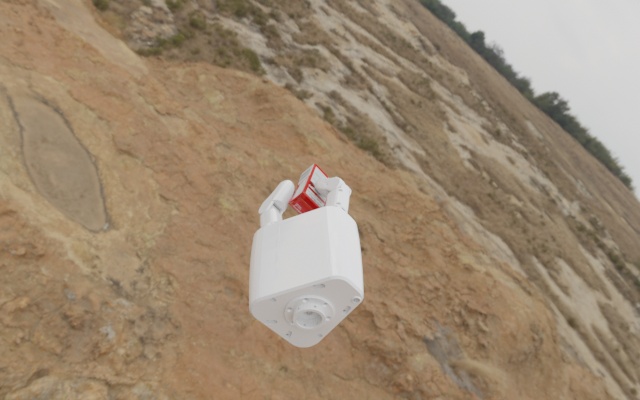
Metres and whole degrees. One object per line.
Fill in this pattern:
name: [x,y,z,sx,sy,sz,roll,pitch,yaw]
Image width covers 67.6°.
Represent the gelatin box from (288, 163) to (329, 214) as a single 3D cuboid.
gelatin box: [0.000,0.002,0.627,0.030,0.073,0.089,-36,17,26]
